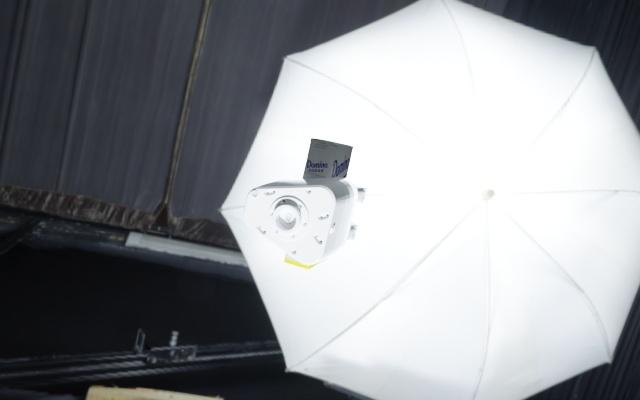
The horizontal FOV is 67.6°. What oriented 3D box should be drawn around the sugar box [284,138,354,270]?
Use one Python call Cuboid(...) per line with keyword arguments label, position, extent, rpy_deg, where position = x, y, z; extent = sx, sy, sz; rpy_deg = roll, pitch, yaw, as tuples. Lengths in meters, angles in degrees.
Cuboid(label="sugar box", position=(0.001, 0.003, 0.683), extent=(0.048, 0.176, 0.093), rpy_deg=(18, 10, 16))
